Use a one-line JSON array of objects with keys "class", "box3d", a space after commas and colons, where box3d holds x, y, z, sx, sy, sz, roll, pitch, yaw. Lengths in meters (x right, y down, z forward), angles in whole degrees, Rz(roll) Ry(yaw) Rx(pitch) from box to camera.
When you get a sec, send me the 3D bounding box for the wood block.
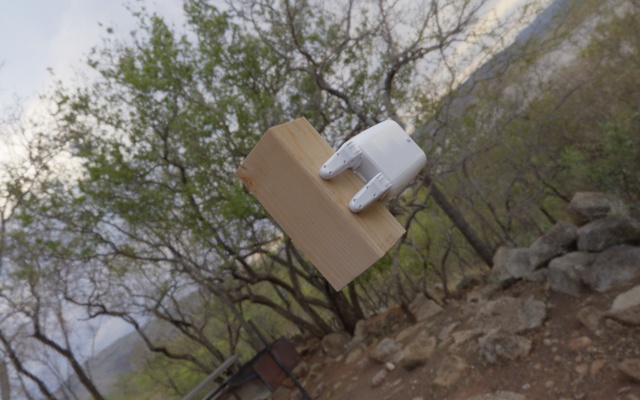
[{"class": "wood block", "box3d": [0.000, 0.002, 0.627, 0.091, 0.206, 0.090, -46, -7, 35]}]
